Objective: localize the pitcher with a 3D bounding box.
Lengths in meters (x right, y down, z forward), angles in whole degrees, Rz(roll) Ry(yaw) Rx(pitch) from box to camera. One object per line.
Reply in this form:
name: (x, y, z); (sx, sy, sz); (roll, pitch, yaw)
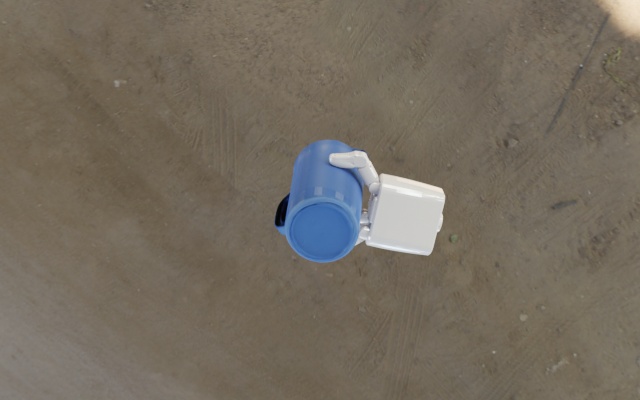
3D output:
pitcher: (0.000, 0.003, 0.787); (0.145, 0.149, 0.242); (13, 24, -1)
